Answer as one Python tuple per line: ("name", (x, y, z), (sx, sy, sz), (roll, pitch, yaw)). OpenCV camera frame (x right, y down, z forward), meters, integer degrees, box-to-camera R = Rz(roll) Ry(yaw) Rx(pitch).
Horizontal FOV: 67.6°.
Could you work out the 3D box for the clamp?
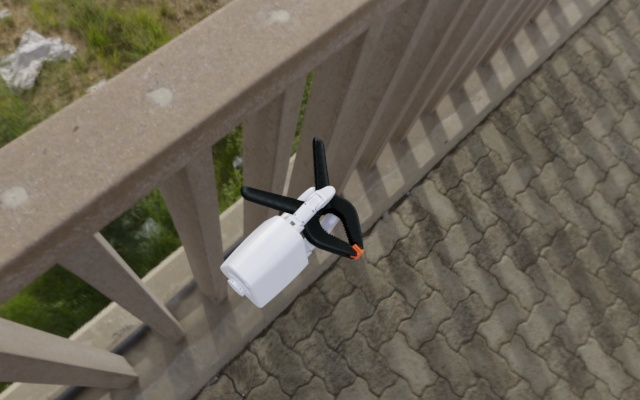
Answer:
("clamp", (0.000, 0.003, 0.766), (0.164, 0.210, 0.036), (-44, -9, -20))
